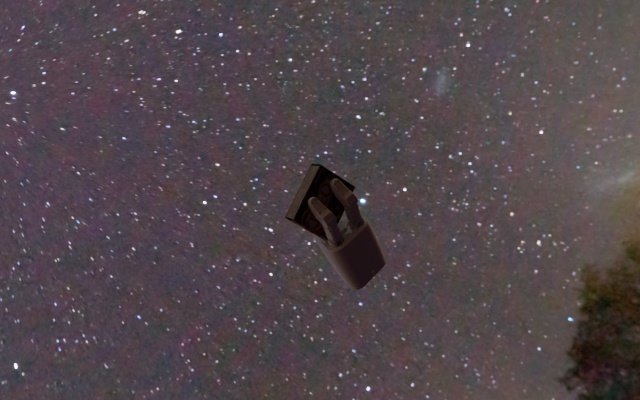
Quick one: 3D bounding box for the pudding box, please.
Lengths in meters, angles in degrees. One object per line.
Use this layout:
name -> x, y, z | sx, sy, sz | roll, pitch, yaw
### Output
pudding box -> 0.000, 0.003, 0.862 | 0.090, 0.113, 0.039 | 31, -11, -34
